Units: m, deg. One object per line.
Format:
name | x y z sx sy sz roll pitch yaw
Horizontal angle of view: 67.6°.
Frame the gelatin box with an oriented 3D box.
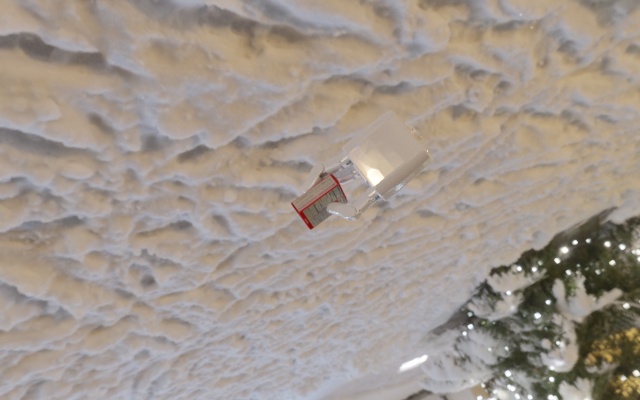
gelatin box | 0.000 0.003 0.840 0.089 0.030 0.073 -37 -30 -3
